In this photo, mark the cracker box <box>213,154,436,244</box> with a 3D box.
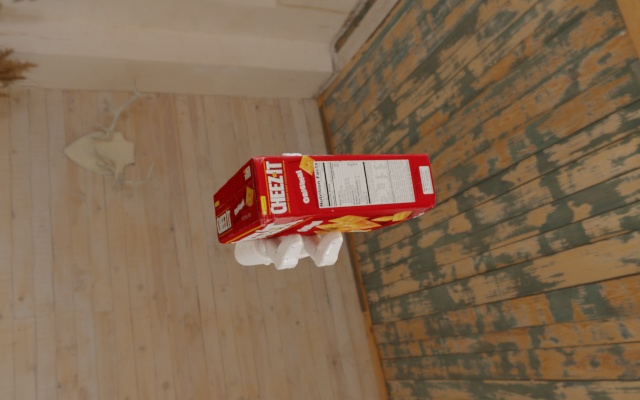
[{"bbox_3d":[0.000,0.002,0.562,0.213,0.072,0.164,-4,-11,-26],"label":"cracker box"}]
